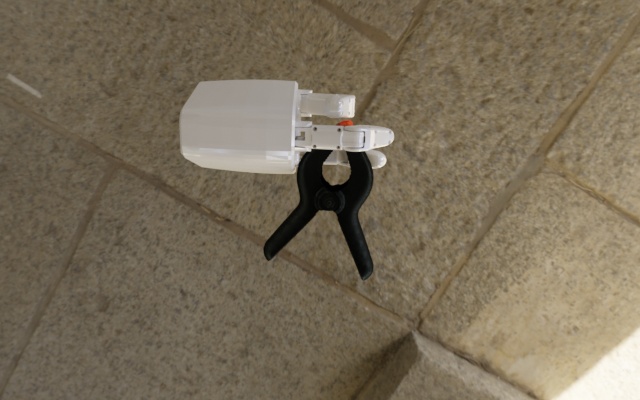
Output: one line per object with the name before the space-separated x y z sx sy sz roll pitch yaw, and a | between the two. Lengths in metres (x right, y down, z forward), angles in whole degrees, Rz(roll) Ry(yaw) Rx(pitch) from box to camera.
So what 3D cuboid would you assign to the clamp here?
clamp | 0.000 0.002 0.500 0.120 0.171 0.039 2 15 -2
